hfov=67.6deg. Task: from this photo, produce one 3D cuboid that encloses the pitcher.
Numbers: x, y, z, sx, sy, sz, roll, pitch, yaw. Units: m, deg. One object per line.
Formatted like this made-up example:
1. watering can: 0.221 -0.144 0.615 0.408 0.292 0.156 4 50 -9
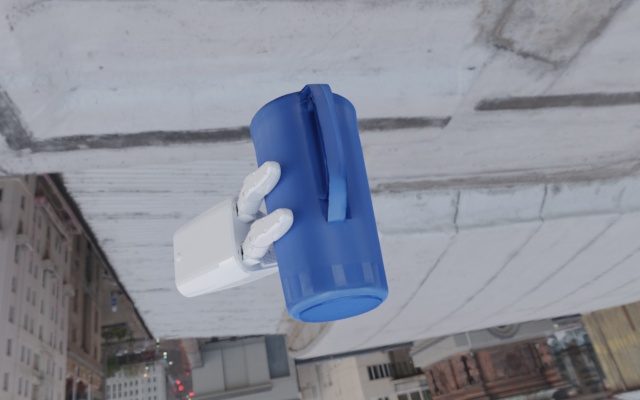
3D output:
1. pitcher: 0.000 0.002 0.534 0.145 0.242 0.149 -25 -29 26
